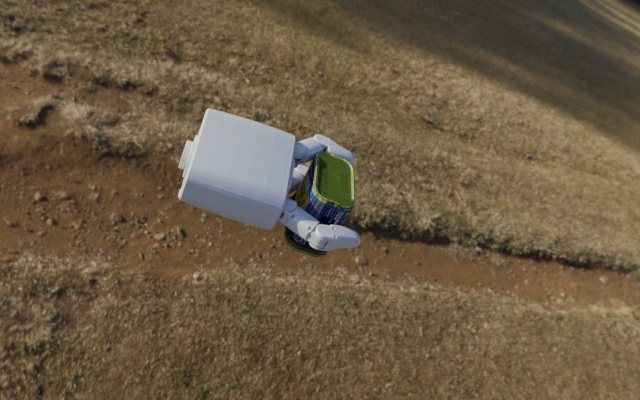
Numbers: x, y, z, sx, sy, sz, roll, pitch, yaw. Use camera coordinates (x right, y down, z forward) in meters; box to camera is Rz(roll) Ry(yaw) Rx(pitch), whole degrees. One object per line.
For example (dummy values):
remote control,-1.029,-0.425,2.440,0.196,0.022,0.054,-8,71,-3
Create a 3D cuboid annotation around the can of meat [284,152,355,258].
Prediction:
can of meat,0.000,0.002,0.574,0.057,0.084,0.102,20,37,-14
